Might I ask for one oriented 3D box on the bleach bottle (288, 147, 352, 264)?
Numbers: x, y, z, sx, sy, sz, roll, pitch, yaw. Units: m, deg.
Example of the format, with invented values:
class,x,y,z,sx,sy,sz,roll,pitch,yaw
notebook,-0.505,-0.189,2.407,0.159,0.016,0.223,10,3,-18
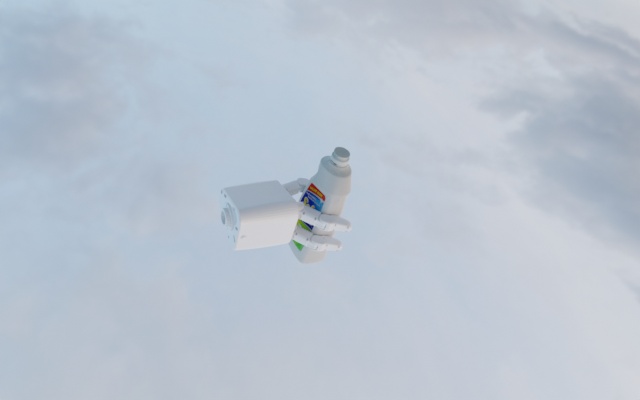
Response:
class,x,y,z,sx,sy,sz,roll,pitch,yaw
bleach bottle,0.000,0.003,0.868,0.068,0.102,0.251,-8,-41,-28
